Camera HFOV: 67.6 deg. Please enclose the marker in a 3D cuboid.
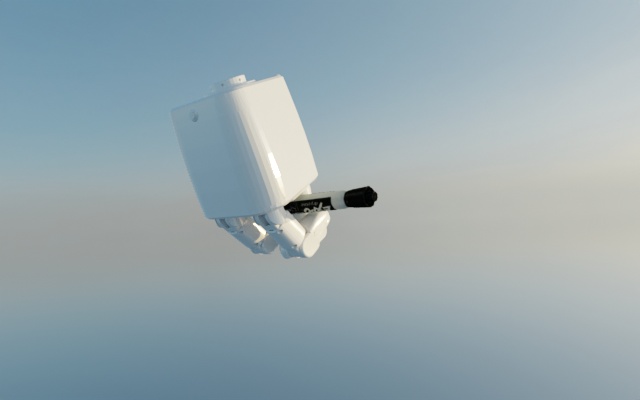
[{"bbox_3d":[0.000,0.002,0.446,0.121,0.020,0.020,-6,-4,39],"label":"marker"}]
